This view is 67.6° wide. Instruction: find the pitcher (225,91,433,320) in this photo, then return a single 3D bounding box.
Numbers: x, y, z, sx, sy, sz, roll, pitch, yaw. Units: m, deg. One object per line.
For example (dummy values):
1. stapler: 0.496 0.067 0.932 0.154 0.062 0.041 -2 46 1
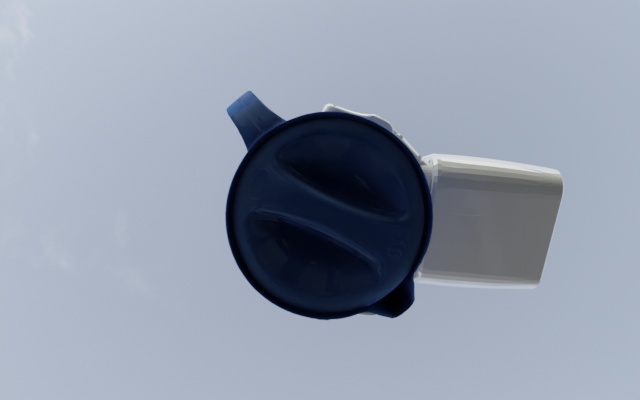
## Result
1. pitcher: 0.000 0.001 0.417 0.145 0.149 0.243 5 0 0
